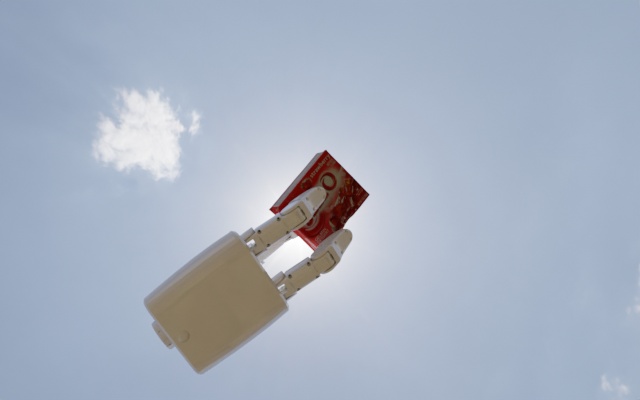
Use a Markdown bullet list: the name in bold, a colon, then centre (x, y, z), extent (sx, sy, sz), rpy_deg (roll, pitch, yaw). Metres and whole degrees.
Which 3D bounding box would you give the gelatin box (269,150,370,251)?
- **gelatin box**: centre (0.000, 0.001, 0.523), extent (0.073, 0.089, 0.030), rpy_deg (44, -18, -16)
